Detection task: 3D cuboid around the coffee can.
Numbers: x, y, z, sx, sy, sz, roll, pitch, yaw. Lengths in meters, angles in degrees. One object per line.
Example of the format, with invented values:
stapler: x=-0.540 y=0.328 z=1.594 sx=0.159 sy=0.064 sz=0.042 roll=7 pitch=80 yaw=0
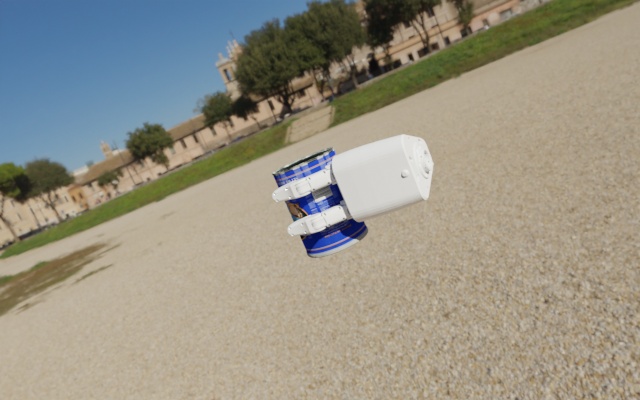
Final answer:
coffee can: x=0.000 y=0.003 z=0.731 sx=0.103 sy=0.140 sz=0.103 roll=-23 pitch=10 yaw=4
